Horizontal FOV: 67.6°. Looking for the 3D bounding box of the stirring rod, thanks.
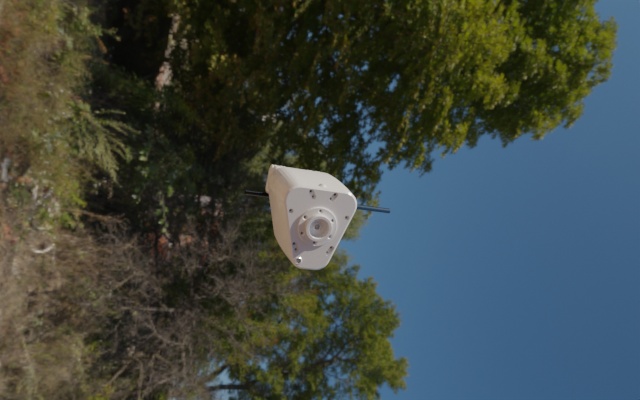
[{"bbox_3d":[0.000,0.003,0.758,0.239,0.011,0.011,7,-2,-17],"label":"stirring rod"}]
